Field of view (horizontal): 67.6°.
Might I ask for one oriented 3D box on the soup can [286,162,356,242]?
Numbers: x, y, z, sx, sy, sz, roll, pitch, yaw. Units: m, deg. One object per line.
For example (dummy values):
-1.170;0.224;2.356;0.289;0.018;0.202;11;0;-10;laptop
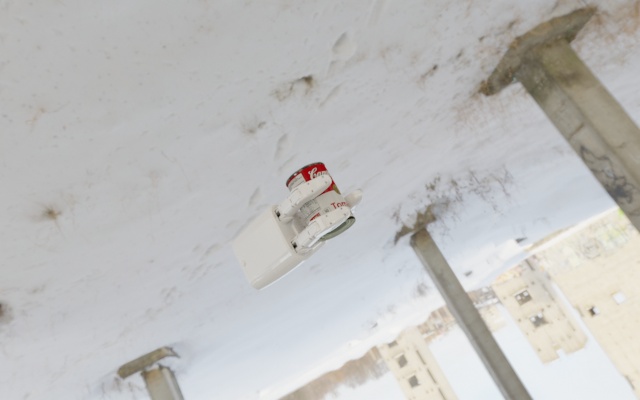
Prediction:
0.001;0.002;0.720;0.068;0.102;0.068;-27;-18;-9;soup can
